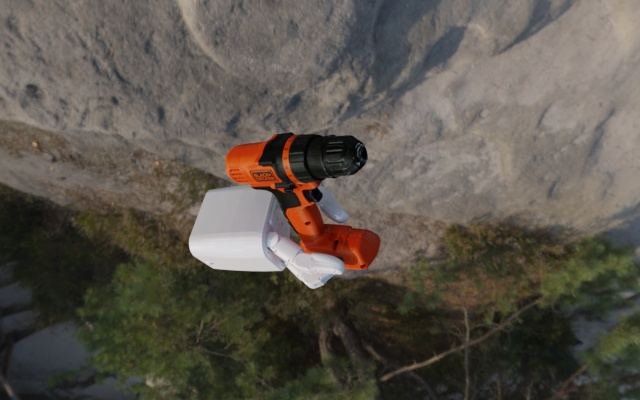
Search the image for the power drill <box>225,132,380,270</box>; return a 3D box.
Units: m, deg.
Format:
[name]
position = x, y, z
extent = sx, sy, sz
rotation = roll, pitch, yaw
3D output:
[power drill]
position = 0.000, 0.002, 0.552
extent = 0.184, 0.057, 0.188
rotation = 1, -44, 39
